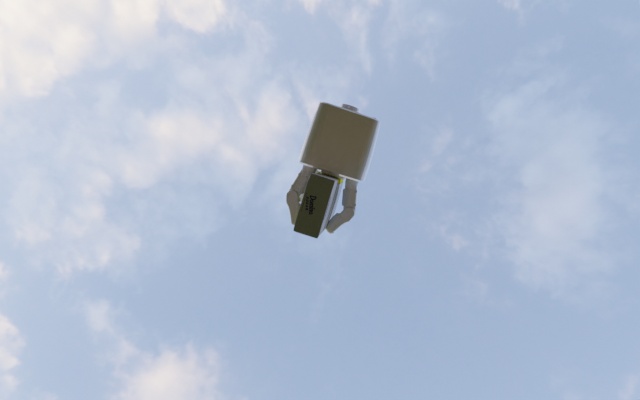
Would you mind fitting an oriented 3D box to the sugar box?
[{"bbox_3d":[0.000,0.002,0.786,0.048,0.093,0.176,17,5,8],"label":"sugar box"}]
